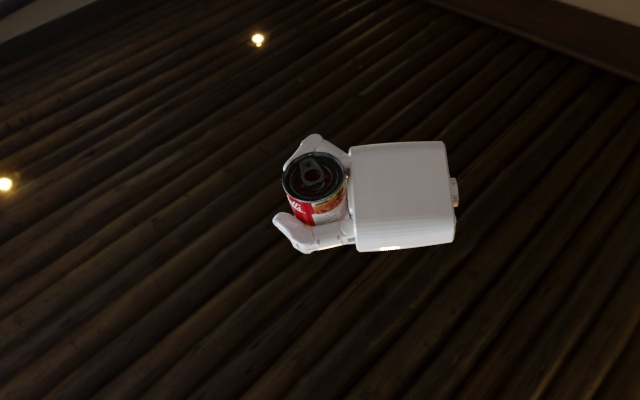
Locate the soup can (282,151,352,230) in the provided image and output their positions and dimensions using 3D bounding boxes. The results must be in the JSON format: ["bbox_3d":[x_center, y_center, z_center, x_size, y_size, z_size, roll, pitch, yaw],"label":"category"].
[{"bbox_3d":[0.000,0.002,0.549,0.068,0.068,0.102,0,-34,11],"label":"soup can"}]
